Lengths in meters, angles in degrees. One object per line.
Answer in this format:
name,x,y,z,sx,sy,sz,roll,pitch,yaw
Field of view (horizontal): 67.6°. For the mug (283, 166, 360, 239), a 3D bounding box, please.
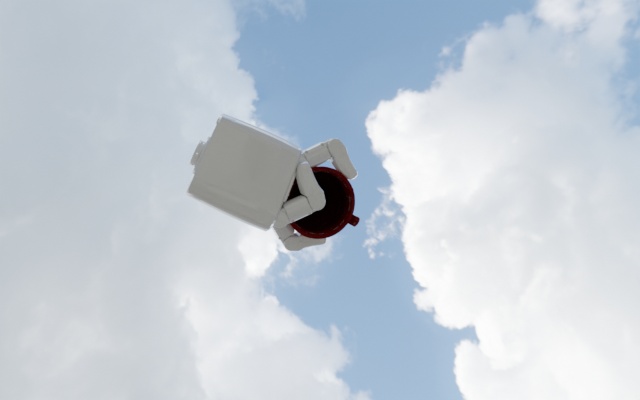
mug,0.001,0.003,0.643,0.117,0.093,0.081,25,2,-17
